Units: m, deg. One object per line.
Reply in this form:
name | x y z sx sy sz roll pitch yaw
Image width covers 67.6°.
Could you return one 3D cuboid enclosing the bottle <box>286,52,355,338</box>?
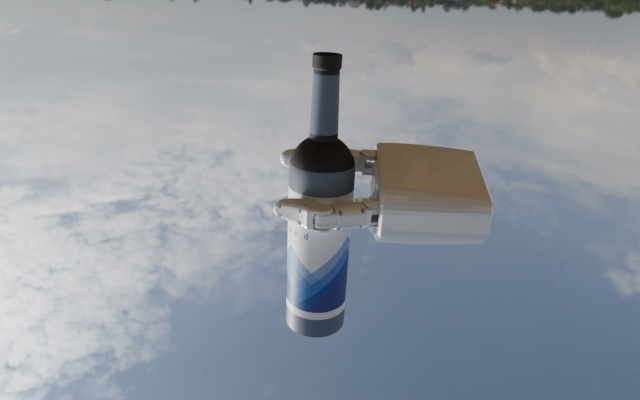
bottle | 0.000 0.002 0.492 0.069 0.296 0.069 2 23 -1
